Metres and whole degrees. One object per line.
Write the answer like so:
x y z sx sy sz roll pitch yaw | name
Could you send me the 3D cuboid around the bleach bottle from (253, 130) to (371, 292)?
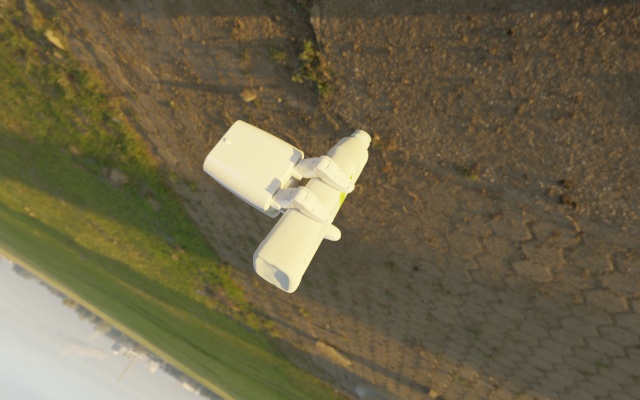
0.000 0.002 0.677 0.068 0.250 0.103 30 -25 8 | bleach bottle
